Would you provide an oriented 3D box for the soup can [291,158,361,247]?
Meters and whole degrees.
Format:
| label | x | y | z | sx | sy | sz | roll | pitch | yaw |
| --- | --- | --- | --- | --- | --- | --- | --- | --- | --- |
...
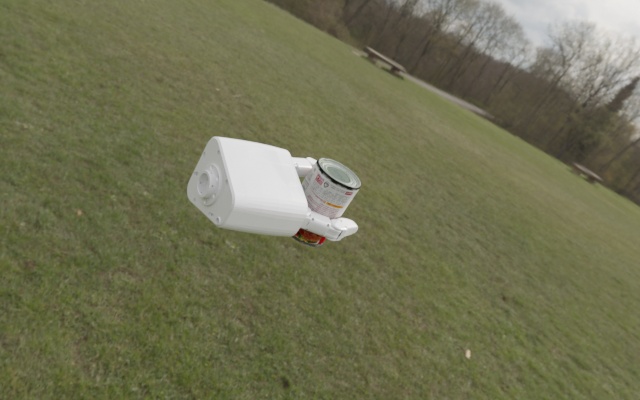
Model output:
| label | x | y | z | sx | sy | sz | roll | pitch | yaw |
| --- | --- | --- | --- | --- | --- | --- | --- | --- | --- |
| soup can | 0.001 | 0.002 | 0.641 | 0.068 | 0.102 | 0.068 | 27 | 25 | -13 |
